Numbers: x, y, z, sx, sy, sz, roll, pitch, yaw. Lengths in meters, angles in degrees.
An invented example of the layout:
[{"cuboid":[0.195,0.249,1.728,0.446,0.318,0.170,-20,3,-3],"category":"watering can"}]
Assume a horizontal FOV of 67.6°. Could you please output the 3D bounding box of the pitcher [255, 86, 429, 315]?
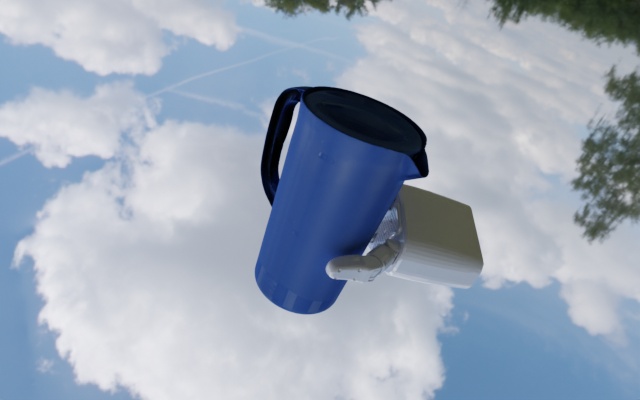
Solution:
[{"cuboid":[0.000,0.002,0.534,0.145,0.243,0.149,13,31,-16],"category":"pitcher"}]
